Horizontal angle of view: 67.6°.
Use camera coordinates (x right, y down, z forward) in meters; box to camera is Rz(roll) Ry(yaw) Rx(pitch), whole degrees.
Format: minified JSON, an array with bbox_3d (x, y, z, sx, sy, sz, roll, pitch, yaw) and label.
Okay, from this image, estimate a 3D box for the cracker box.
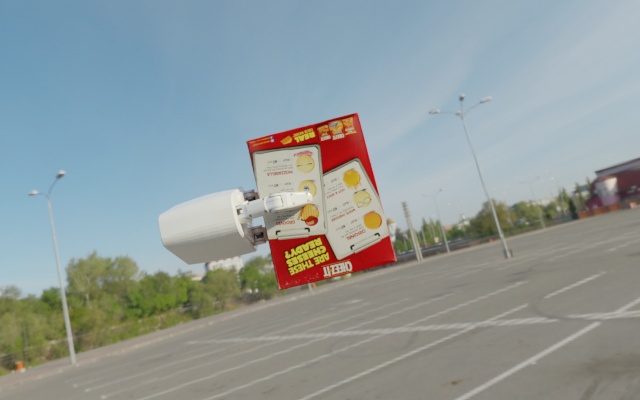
[{"bbox_3d":[0.000,0.002,0.678,0.164,0.213,0.072,-14,-8,3],"label":"cracker box"}]
